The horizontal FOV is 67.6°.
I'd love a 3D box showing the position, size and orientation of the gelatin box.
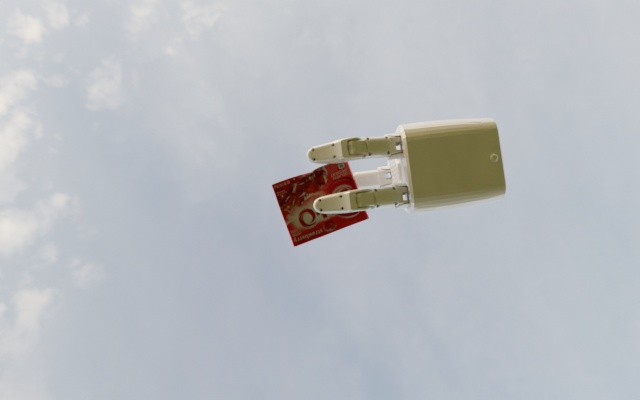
[{"bbox_3d":[0.000,0.002,0.529,0.089,0.073,0.030,-20,-2,2],"label":"gelatin box"}]
